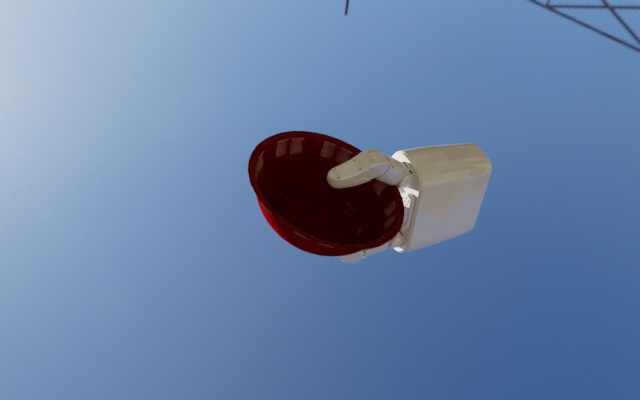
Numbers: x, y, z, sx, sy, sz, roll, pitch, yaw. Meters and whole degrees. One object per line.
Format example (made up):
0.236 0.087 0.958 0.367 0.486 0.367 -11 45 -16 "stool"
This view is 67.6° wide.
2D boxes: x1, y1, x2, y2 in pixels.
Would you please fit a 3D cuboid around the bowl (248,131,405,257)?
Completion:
-0.001 0.002 0.480 0.162 0.162 0.055 0 -43 -28 "bowl"
